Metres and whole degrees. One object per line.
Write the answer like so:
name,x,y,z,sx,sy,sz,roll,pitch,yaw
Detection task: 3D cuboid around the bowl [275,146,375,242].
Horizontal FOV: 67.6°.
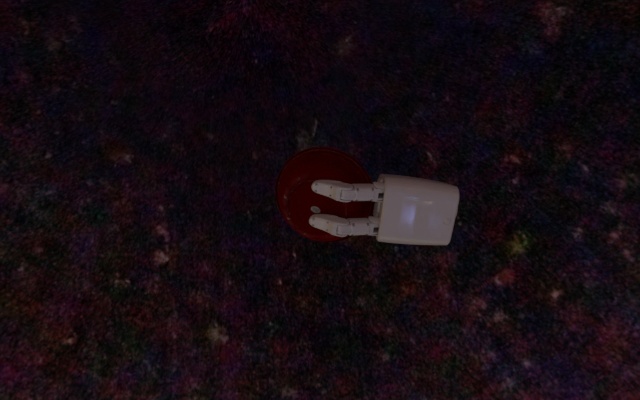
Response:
bowl,-0.001,0.003,0.729,0.162,0.162,0.055,0,22,14
